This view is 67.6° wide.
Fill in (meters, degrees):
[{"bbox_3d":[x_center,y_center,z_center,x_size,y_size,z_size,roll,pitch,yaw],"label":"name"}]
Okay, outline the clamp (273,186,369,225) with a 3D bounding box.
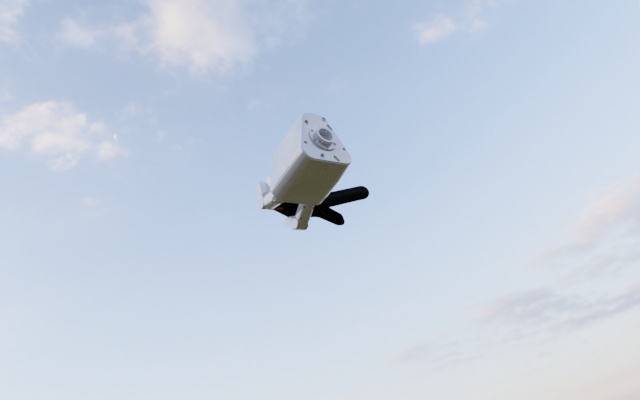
[{"bbox_3d":[0.000,0.002,0.857,0.171,0.039,0.120,7,-39,-33],"label":"clamp"}]
